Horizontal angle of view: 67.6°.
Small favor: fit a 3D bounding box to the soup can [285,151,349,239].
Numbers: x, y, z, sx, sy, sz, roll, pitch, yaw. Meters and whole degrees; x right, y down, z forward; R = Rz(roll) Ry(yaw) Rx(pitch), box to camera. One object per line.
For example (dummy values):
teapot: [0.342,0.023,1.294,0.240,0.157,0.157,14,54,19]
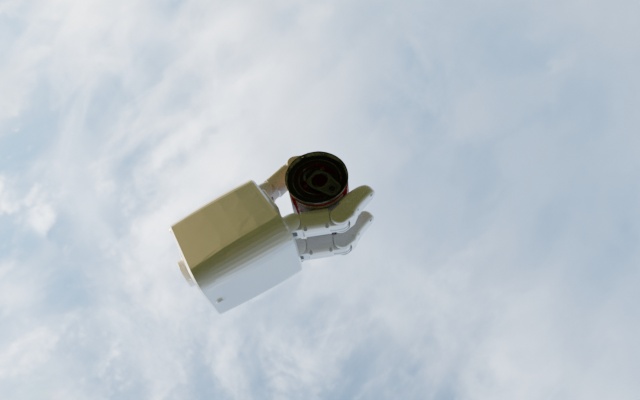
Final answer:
soup can: [0.000,0.002,0.545,0.068,0.068,0.102,0,-32,6]
